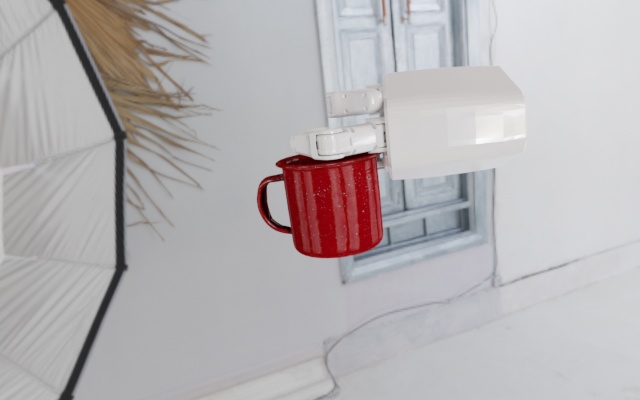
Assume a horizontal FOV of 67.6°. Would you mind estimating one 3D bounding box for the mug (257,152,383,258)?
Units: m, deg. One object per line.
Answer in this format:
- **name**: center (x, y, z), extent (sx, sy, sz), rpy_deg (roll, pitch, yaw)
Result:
- **mug**: center (-0.001, 0.002, 0.424), extent (0.117, 0.081, 0.093), rpy_deg (-5, 13, 11)
